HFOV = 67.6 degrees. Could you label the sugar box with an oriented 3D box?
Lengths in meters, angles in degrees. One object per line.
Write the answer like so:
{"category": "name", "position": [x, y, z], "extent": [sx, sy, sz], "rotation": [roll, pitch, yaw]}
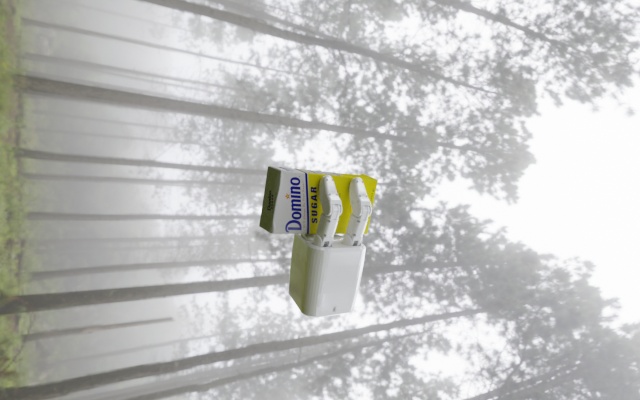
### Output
{"category": "sugar box", "position": [0.000, 0.003, 0.718], "extent": [0.176, 0.093, 0.048], "rotation": [1, 13, -36]}
